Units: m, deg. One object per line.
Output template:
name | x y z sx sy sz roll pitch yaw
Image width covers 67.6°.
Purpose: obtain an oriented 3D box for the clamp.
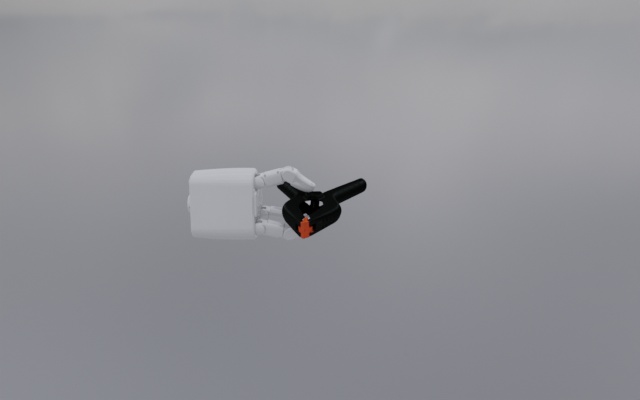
clamp | 0.000 0.002 0.791 0.164 0.036 0.210 -2 23 1
